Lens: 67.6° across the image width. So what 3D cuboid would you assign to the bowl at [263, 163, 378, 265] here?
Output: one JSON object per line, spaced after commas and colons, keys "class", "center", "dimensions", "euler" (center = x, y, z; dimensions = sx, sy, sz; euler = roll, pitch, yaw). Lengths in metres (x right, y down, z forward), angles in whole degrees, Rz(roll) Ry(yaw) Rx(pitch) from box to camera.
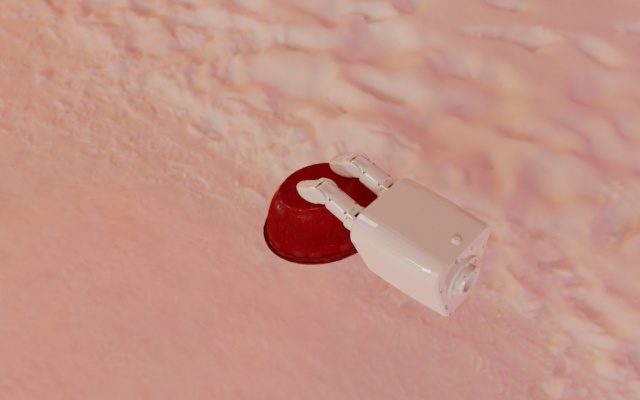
{"class": "bowl", "center": [-0.001, 0.001, 0.587], "dimensions": [0.162, 0.055, 0.162], "euler": [-10, 38, 8]}
